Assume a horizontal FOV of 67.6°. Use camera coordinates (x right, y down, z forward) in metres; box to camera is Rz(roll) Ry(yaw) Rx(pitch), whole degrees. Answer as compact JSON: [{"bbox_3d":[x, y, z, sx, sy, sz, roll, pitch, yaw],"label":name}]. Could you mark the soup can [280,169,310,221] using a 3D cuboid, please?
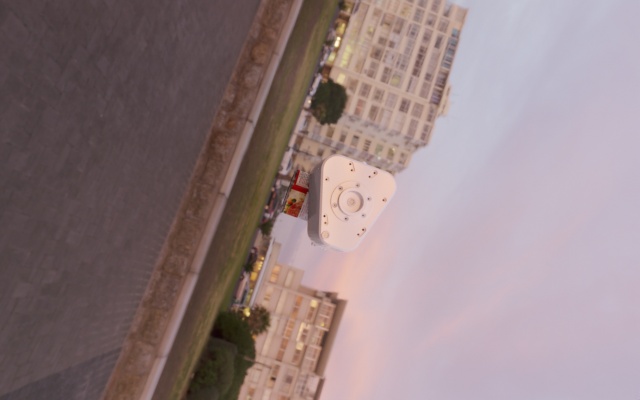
[{"bbox_3d":[0.000,0.003,0.694,0.102,0.068,0.068,20,-2,-5],"label":"soup can"}]
